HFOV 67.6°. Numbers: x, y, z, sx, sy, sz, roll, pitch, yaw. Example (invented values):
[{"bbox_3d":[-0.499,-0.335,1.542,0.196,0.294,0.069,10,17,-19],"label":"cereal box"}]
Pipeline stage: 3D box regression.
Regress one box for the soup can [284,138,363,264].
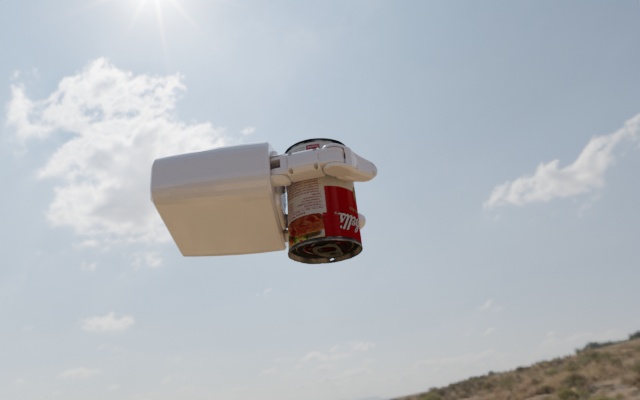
[{"bbox_3d":[0.001,0.001,0.449,0.068,0.102,0.068,-5,-24,-2],"label":"soup can"}]
